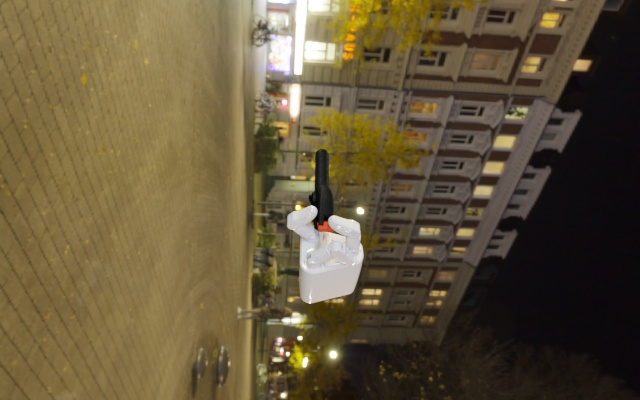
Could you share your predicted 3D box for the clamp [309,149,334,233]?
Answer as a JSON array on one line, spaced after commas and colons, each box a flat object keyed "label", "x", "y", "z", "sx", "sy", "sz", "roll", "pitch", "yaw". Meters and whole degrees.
[{"label": "clamp", "x": 0.001, "y": 0.003, "z": 0.863, "sx": 0.039, "sy": 0.171, "sz": 0.120, "roll": 1, "pitch": -44, "yaw": -3}]
